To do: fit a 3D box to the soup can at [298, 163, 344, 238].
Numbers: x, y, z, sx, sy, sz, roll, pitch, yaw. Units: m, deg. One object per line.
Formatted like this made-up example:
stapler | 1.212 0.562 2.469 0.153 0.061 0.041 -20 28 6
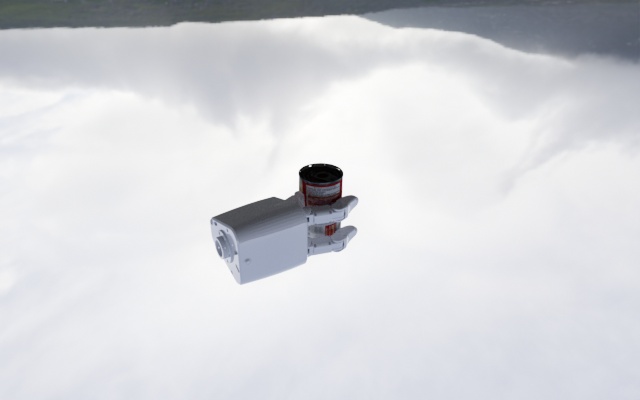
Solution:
soup can | 0.000 0.002 0.733 0.068 0.102 0.068 1 30 0
